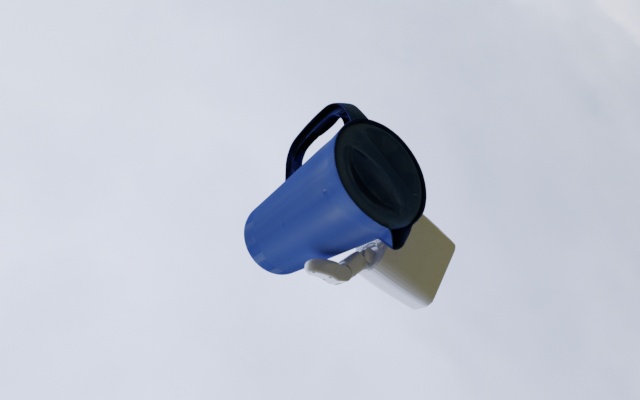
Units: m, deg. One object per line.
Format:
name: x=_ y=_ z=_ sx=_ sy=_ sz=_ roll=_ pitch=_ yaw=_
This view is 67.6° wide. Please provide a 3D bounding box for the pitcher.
pitcher: x=0.000 y=0.002 z=0.605 sx=0.145 sy=0.149 sz=0.243 roll=37 pitch=-40 yaw=-18
